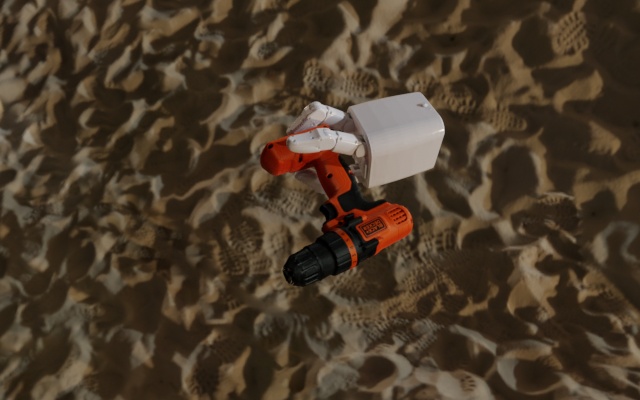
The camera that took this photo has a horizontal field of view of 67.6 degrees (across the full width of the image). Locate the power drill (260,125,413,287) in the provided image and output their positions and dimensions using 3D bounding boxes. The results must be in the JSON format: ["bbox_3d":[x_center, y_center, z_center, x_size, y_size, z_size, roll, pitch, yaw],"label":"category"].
[{"bbox_3d":[0.000,0.001,0.602,0.184,0.187,0.057,-22,-22,-30],"label":"power drill"}]
